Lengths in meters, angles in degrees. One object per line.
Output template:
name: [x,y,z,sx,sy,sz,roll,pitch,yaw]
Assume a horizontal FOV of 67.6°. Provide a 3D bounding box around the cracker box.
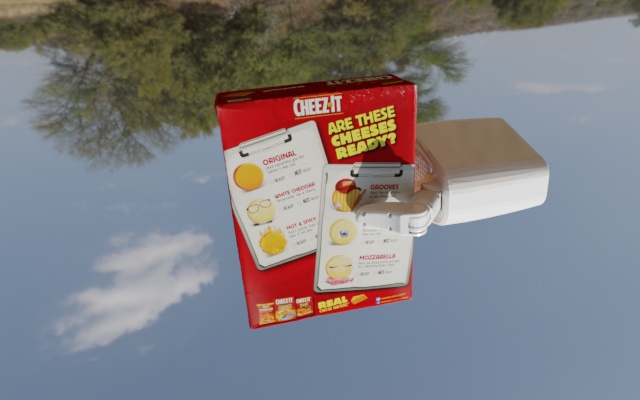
cracker box: [0.000,0.002,0.444,0.164,0.214,0.072,-8,24,-10]
